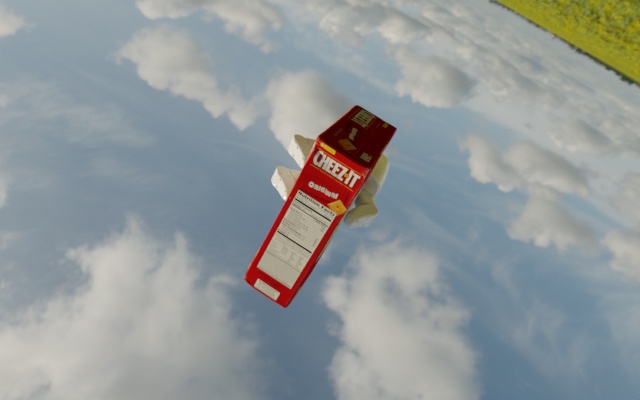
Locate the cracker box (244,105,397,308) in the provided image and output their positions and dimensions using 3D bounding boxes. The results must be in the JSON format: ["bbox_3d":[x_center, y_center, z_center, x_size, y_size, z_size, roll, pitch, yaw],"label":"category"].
[{"bbox_3d":[0.000,0.002,0.590,0.072,0.214,0.164,31,29,3],"label":"cracker box"}]
